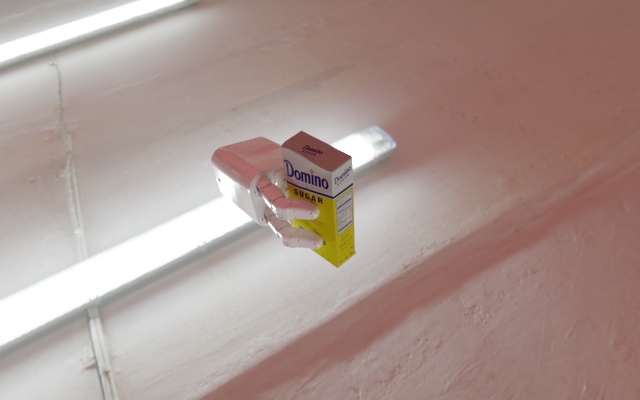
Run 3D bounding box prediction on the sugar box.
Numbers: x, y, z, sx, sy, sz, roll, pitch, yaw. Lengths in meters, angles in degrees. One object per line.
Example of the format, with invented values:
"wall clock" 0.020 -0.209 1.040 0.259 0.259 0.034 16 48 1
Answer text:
"sugar box" 0.000 0.002 0.644 0.093 0.176 0.048 30 55 34
